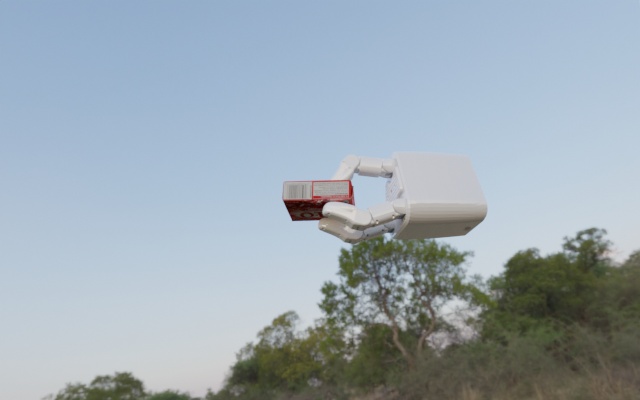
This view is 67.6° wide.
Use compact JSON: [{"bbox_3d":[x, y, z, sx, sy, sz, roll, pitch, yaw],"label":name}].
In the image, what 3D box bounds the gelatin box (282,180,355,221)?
[{"bbox_3d":[0.000,0.002,0.623,0.089,0.030,0.073,-1,-23,6],"label":"gelatin box"}]
